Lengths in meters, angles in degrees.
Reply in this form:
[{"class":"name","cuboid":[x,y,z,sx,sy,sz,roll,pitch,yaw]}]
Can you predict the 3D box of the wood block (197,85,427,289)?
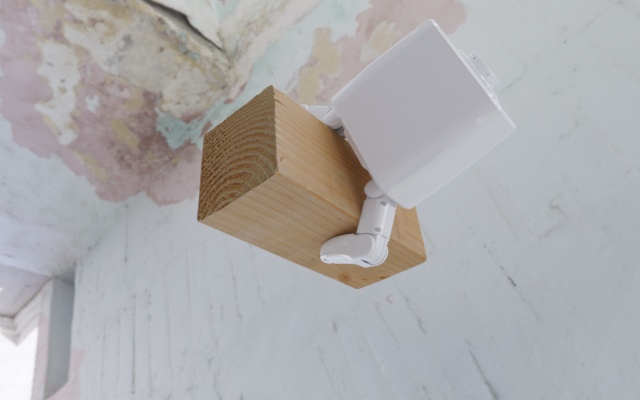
[{"class":"wood block","cuboid":[0.000,0.002,0.436,0.090,0.090,0.206,-28,-40,31]}]
